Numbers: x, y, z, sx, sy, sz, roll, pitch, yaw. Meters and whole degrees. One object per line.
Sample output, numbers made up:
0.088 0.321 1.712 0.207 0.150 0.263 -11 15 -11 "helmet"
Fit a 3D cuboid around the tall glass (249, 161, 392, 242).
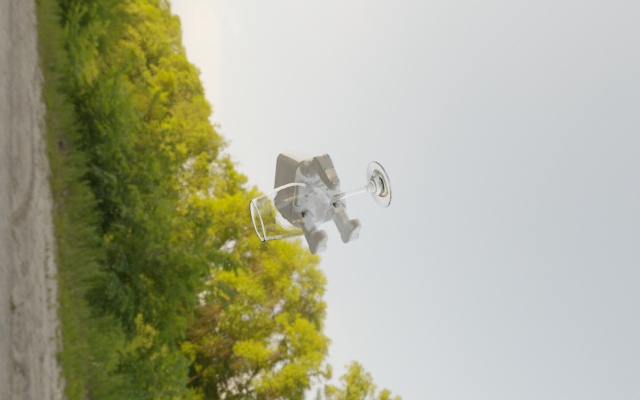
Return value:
0.001 0.002 0.703 0.201 0.079 0.079 -17 5 -19 "tall glass"
